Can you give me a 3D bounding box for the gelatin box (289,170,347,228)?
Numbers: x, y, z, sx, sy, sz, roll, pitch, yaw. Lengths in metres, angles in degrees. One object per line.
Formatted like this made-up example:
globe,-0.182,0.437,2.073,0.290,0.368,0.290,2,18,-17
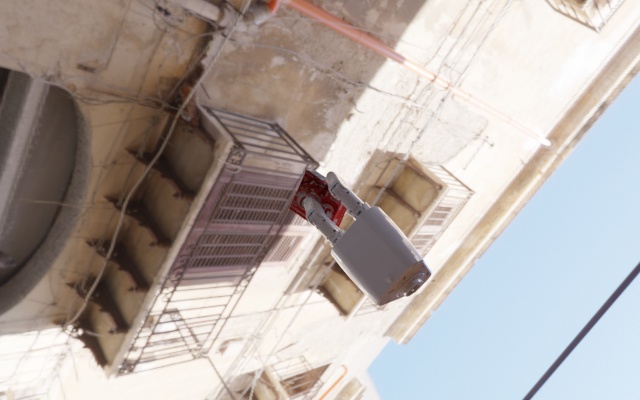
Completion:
gelatin box,0.000,0.002,0.761,0.089,0.073,0.030,35,19,33
